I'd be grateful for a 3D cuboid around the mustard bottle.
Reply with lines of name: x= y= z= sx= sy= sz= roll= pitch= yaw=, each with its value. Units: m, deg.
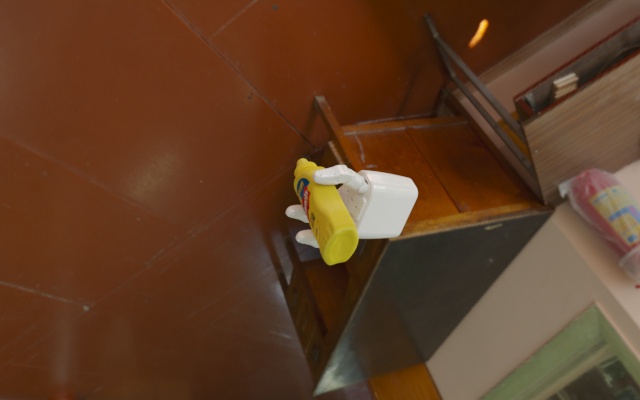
mustard bottle: x=0.000 y=0.003 z=0.775 sx=0.058 sy=0.191 sz=0.096 roll=-13 pitch=-38 yaw=-15
